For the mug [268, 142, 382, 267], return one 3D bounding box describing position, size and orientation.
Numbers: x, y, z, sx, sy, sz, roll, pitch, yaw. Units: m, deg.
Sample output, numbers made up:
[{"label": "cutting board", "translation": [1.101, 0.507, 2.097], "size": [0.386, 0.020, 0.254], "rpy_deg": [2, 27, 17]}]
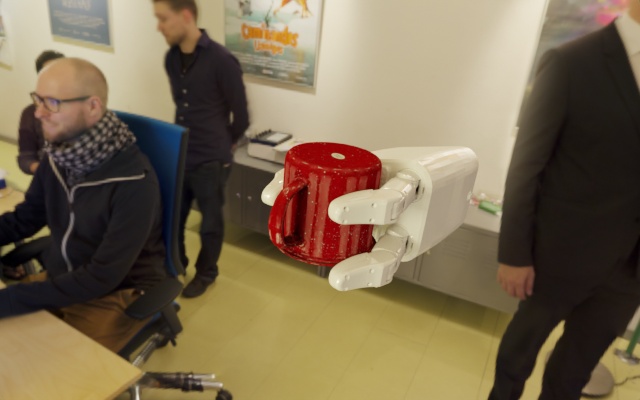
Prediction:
[{"label": "mug", "translation": [-0.001, 0.001, 0.402], "size": [0.093, 0.081, 0.117], "rpy_deg": [23, 28, 35]}]
